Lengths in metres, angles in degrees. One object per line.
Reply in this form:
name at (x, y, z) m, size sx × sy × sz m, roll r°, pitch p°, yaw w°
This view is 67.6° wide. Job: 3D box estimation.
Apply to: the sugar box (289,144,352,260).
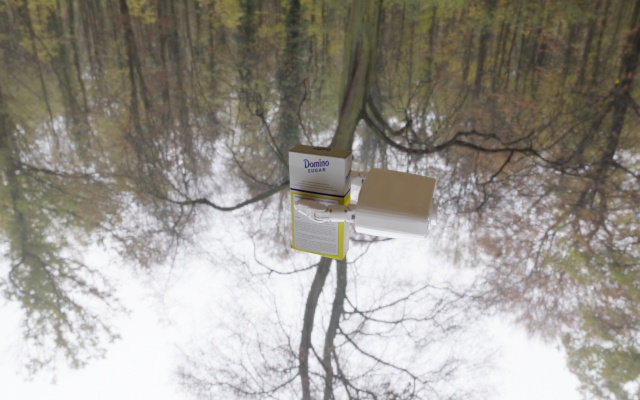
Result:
sugar box at (0.000, 0.002, 0.762) m, size 0.093 × 0.176 × 0.048 m, roll 10°, pitch 25°, yaw 18°
